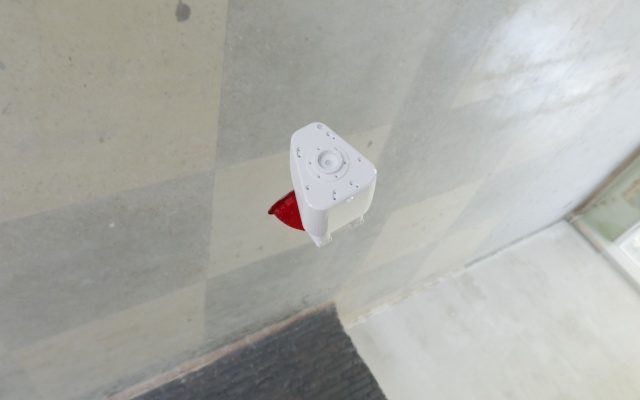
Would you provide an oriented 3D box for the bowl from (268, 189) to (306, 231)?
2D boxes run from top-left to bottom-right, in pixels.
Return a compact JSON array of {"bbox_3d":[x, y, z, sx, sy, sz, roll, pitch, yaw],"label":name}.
[{"bbox_3d":[0.000,0.003,0.751,0.162,0.055,0.162,-30,-6,-3],"label":"bowl"}]
